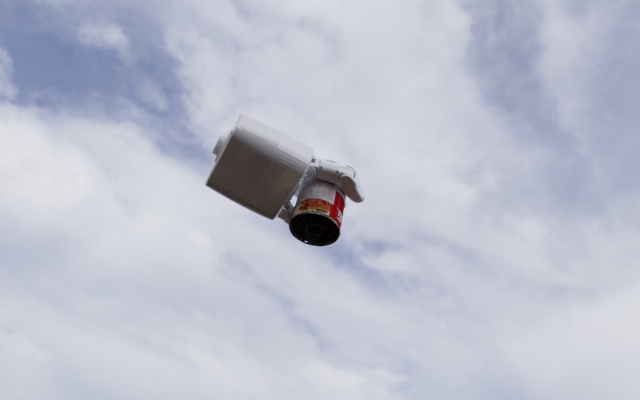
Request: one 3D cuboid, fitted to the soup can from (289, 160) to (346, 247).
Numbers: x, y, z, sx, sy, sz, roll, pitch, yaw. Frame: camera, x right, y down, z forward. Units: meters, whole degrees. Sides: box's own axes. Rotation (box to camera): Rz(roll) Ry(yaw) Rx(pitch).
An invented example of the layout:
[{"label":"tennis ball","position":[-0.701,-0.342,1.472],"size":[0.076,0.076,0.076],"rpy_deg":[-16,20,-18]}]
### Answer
[{"label":"soup can","position":[0.001,0.002,0.651],"size":[0.068,0.102,0.069],"rpy_deg":[7,-42,6]}]
